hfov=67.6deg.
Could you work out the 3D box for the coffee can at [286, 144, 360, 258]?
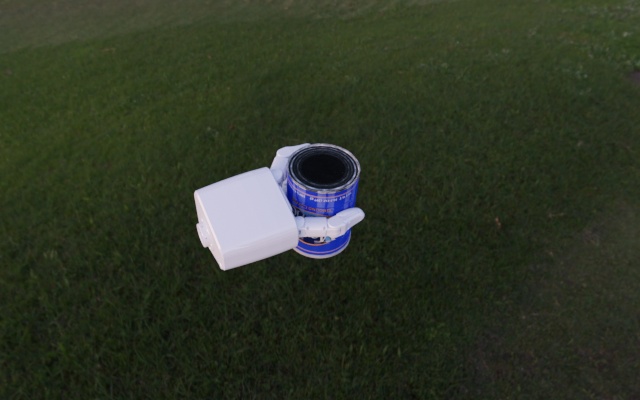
[{"bbox_3d":[0.000,0.002,0.706,0.103,0.102,0.140,2,-45,-2],"label":"coffee can"}]
